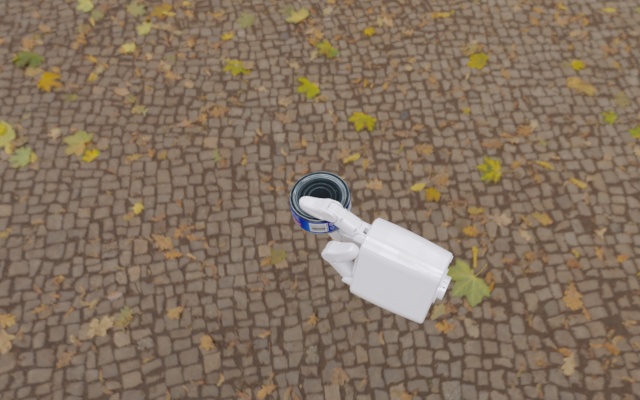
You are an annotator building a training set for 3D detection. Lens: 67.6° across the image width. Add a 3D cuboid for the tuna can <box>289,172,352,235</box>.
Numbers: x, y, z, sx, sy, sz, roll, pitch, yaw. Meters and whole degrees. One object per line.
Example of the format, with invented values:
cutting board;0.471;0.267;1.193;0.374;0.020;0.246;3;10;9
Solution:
tuna can;0.000;0.002;0.662;0.086;0.086;0.034;0;-34;6
